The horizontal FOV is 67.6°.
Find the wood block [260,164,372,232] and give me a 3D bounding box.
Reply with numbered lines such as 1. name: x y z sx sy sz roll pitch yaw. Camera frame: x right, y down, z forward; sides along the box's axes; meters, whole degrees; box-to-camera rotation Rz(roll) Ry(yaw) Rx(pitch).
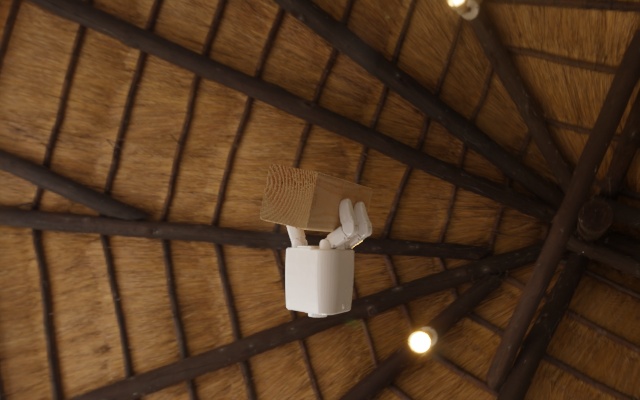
1. wood block: 0.000 0.003 0.810 0.091 0.090 0.206 11 0 29
